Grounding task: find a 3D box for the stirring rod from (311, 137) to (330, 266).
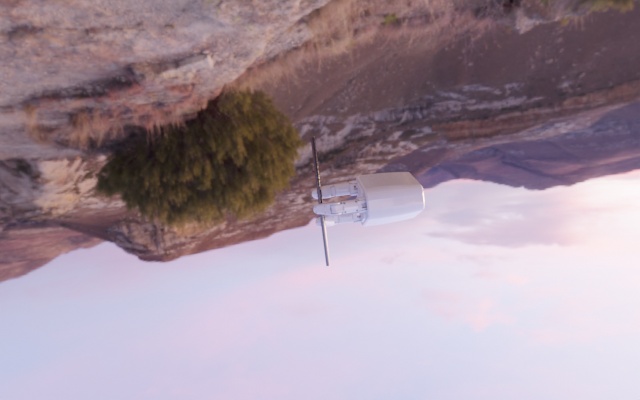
[{"bbox_3d":[0.000,0.003,0.883,0.011,0.239,0.011,-7,5,1],"label":"stirring rod"}]
